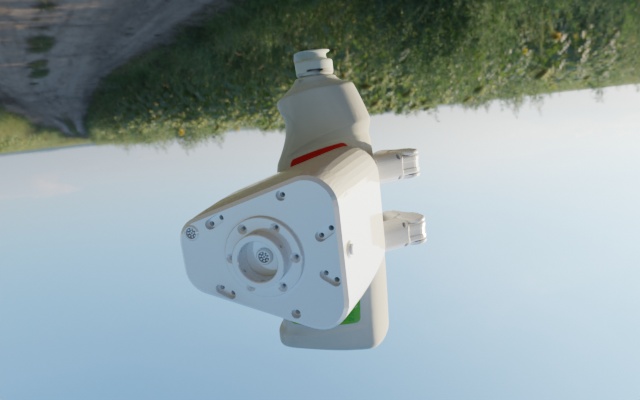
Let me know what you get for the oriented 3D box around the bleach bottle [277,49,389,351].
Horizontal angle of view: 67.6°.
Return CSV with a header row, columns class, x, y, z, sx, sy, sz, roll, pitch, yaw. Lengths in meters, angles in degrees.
class,x,y,z,sx,sy,sz,roll,pitch,yaw
bleach bottle,0.000,0.001,0.416,0.102,0.251,0.068,-3,12,18
